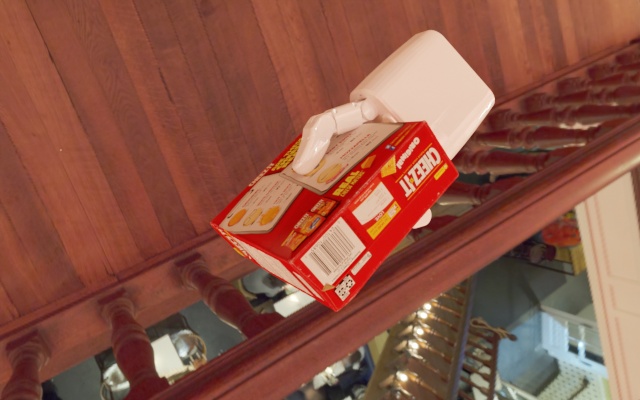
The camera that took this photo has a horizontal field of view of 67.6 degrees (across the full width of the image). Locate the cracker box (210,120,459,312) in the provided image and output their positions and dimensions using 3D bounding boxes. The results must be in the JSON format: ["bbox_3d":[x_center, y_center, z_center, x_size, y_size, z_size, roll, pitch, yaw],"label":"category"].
[{"bbox_3d":[0.000,0.001,0.468,0.164,0.072,0.213,-46,24,-17],"label":"cracker box"}]
